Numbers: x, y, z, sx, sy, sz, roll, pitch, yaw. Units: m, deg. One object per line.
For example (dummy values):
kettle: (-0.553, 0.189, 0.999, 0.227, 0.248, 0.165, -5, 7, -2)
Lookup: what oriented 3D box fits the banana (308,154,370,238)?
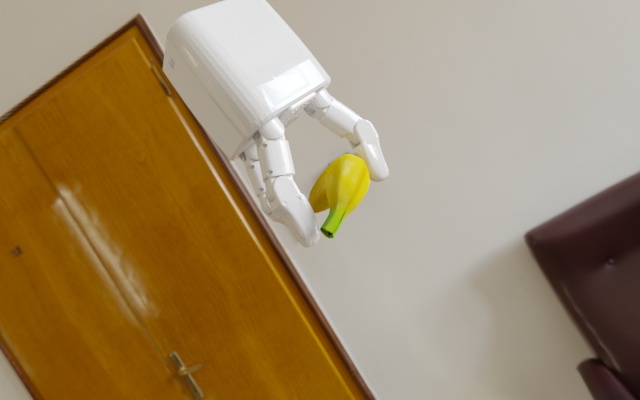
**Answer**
banana: (0.013, -0.012, 0.449, 0.037, 0.069, 0.198, 44, 1, -4)
